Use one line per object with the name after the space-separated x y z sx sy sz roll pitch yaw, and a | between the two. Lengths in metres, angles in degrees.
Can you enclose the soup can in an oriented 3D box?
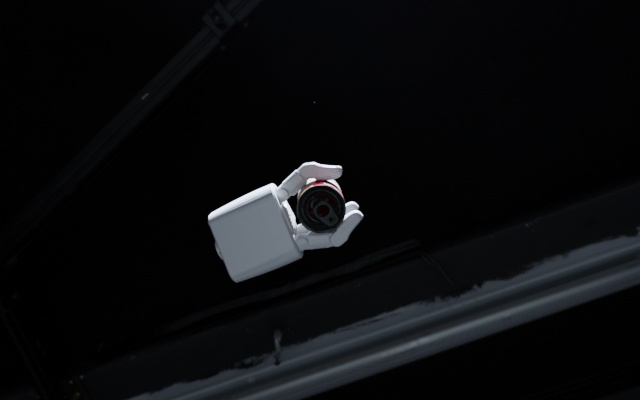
0.001 0.002 0.698 0.068 0.068 0.102 0 12 -1 | soup can
